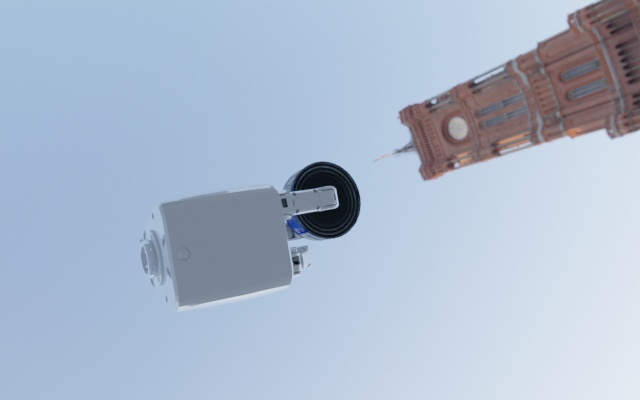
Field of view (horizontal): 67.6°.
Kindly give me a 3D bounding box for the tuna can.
[{"bbox_3d":[0.000,0.002,0.532,0.086,0.086,0.034,0,-10,-28],"label":"tuna can"}]
